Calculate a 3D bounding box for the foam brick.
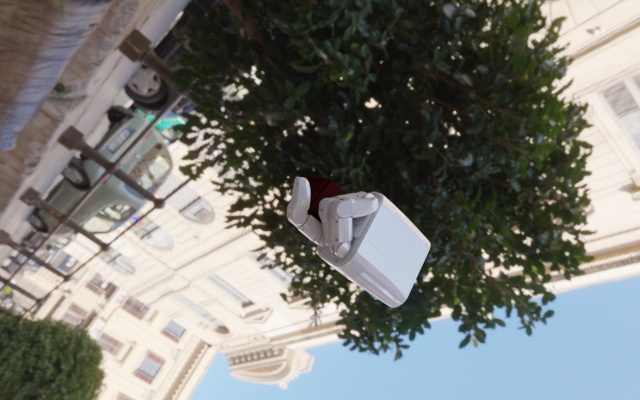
[{"bbox_3d":[0.000,0.002,0.654,0.051,0.053,0.078,40,-8,-22],"label":"foam brick"}]
